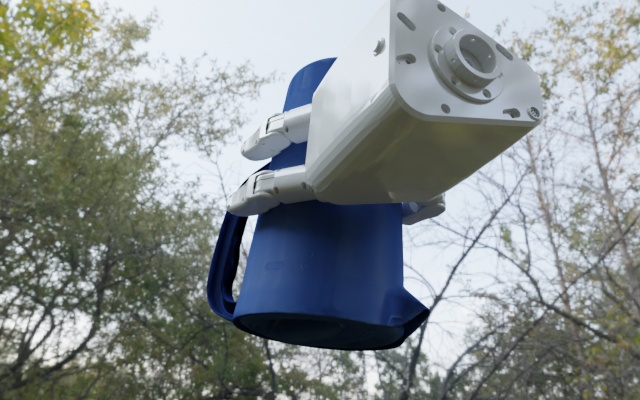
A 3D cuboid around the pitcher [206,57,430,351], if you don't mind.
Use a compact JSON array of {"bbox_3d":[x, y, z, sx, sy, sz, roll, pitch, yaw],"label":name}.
[{"bbox_3d":[0.000,0.001,0.418,0.149,0.242,0.145,15,-28,-18],"label":"pitcher"}]
